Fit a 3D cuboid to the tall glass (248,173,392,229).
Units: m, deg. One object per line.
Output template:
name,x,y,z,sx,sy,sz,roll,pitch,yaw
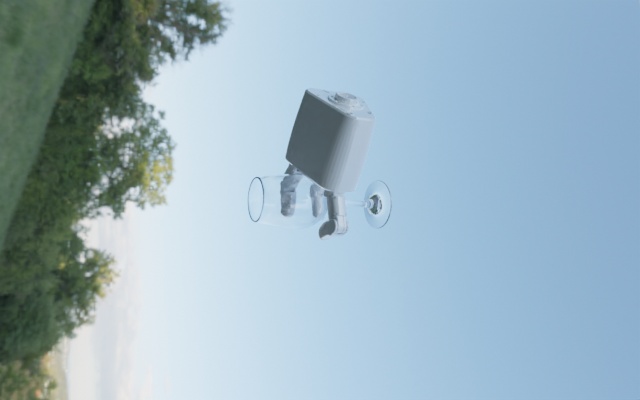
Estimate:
tall glass,0.001,0.002,0.688,0.201,0.079,0.079,2,-1,-28
